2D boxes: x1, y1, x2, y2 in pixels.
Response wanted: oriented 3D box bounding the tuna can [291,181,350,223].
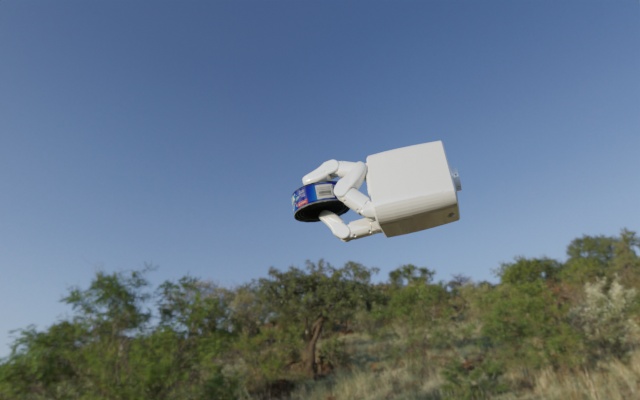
[{"bbox_3d":[0.000,0.002,0.713,0.086,0.033,0.086,-10,-21,-4],"label":"tuna can"}]
